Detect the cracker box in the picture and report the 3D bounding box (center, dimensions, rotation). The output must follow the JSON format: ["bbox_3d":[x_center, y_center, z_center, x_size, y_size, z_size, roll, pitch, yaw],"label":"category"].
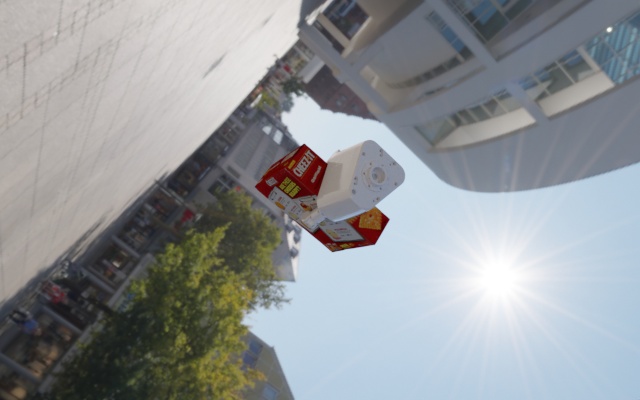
[{"bbox_3d":[0.000,0.003,0.899,0.214,0.072,0.164,41,-25,-14],"label":"cracker box"}]
